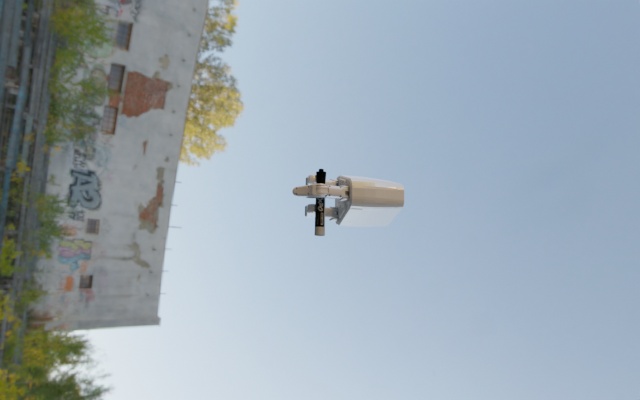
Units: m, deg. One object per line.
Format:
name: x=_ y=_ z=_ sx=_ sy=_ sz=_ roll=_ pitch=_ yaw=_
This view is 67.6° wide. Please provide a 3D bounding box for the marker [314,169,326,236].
marker: x=0.000 y=0.003 z=0.855 sx=0.020 sy=0.121 sz=0.020 roll=1 pitch=-9 yaw=0
